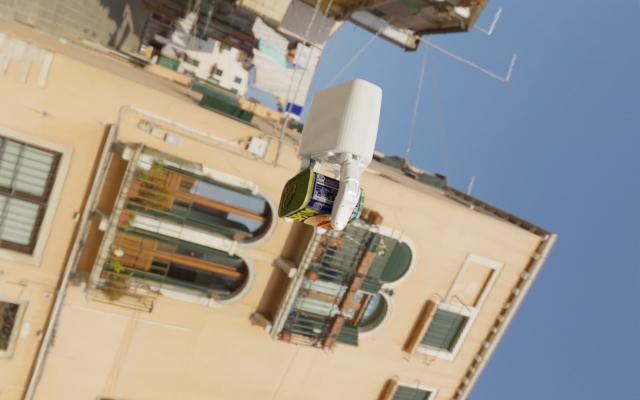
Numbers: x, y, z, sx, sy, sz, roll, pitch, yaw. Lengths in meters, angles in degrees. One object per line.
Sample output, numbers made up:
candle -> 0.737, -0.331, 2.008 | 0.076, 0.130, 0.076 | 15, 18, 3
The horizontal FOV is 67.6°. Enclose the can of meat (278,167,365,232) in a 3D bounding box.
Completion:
can of meat -> 0.000, 0.002, 0.655 | 0.084, 0.057, 0.102 | 18, -20, -22
